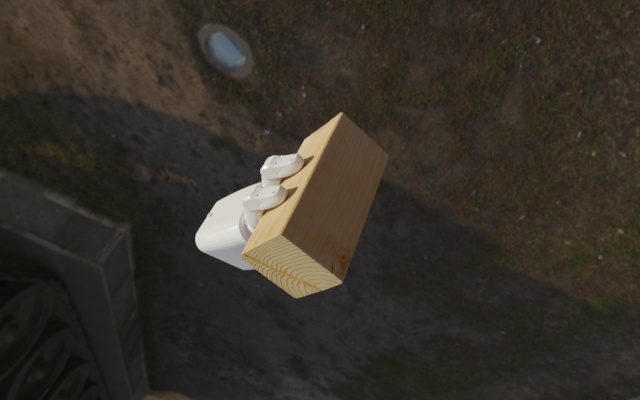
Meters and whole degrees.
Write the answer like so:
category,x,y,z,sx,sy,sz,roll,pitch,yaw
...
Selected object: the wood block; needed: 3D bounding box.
category,x,y,z,sx,sy,sz,roll,pitch,yaw
wood block,0.000,0.002,0.583,0.091,0.206,0.090,40,-41,-19
